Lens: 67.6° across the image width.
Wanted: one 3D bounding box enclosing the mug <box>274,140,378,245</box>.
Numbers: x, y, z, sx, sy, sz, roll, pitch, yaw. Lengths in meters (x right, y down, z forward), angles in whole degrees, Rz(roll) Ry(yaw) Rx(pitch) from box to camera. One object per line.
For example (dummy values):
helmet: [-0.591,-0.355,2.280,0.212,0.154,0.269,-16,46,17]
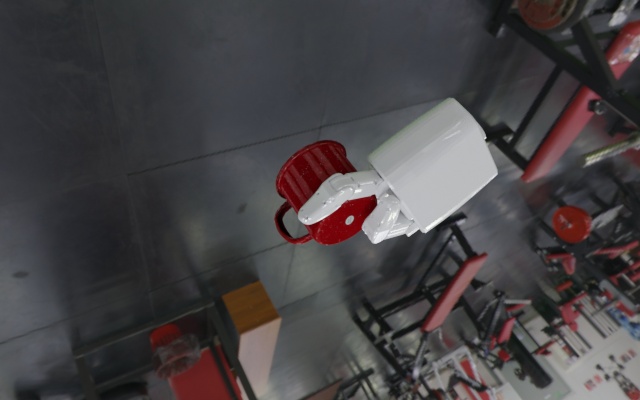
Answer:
mug: [-0.001,0.003,0.529,0.117,0.081,0.093,-38,-31,6]
